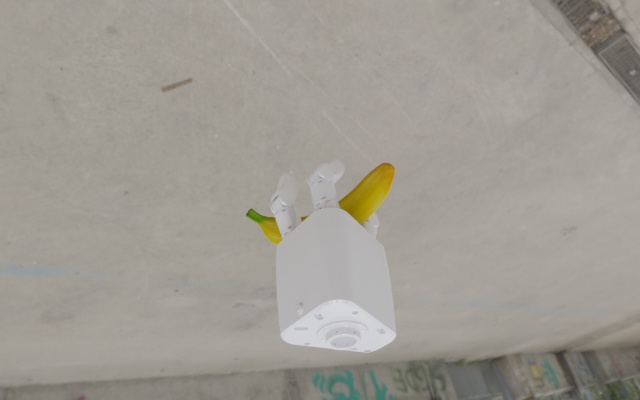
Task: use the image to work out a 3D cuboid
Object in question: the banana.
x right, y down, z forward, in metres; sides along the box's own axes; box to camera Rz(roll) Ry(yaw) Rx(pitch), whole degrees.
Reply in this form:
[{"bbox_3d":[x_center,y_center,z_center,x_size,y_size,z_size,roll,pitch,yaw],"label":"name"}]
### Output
[{"bbox_3d":[0.006,0.017,0.566,0.198,0.070,0.037,-19,32,22],"label":"banana"}]
